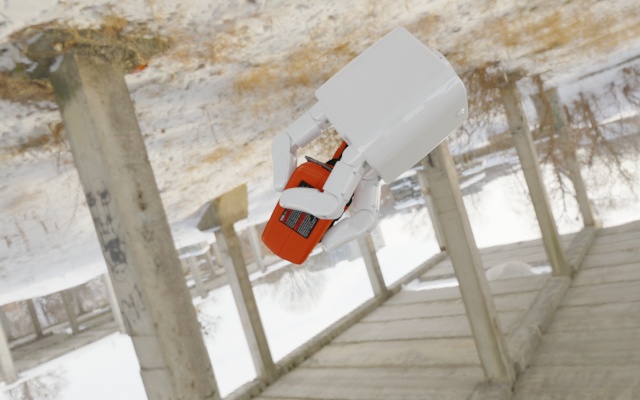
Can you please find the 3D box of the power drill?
[{"bbox_3d":[0.000,0.002,0.552,0.057,0.184,0.187,31,23,6],"label":"power drill"}]
